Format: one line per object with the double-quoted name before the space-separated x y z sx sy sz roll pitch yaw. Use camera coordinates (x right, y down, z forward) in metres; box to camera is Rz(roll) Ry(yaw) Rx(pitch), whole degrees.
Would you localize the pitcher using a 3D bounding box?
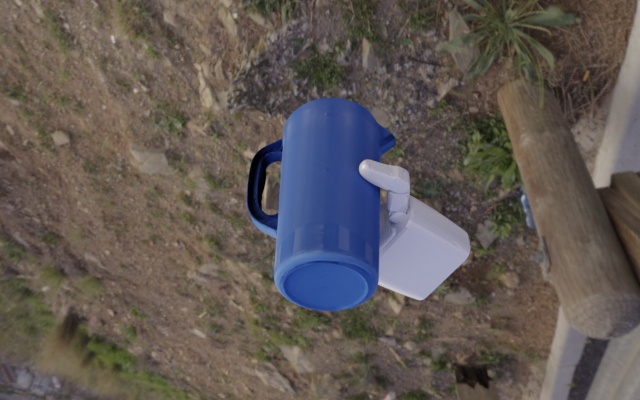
"pitcher" 0.000 0.002 0.566 0.145 0.242 0.149 28 -48 -24
